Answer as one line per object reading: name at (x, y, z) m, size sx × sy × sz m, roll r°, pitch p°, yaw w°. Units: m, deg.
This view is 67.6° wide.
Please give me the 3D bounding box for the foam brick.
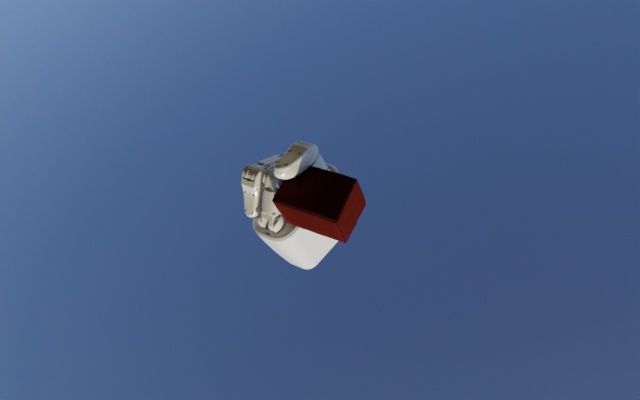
foam brick at (0.000, 0.002, 0.500) m, size 0.078 × 0.053 × 0.051 m, roll 18°, pitch -23°, yaw 27°
